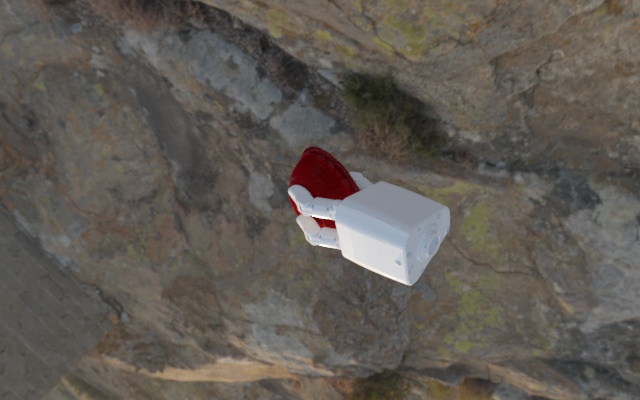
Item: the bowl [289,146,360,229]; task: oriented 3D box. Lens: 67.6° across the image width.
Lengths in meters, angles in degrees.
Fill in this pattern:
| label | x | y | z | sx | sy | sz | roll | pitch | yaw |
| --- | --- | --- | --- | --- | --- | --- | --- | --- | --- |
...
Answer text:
| label | x | y | z | sx | sy | sz | roll | pitch | yaw |
| --- | --- | --- | --- | --- | --- | --- | --- | --- | --- |
| bowl | -0.001 | 0.002 | 0.721 | 0.055 | 0.162 | 0.162 | -32 | 13 | -22 |
